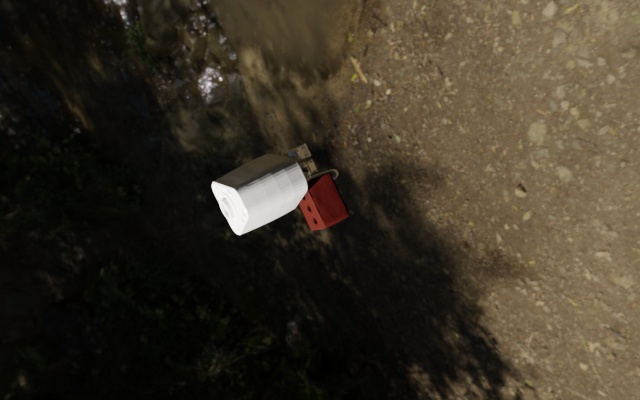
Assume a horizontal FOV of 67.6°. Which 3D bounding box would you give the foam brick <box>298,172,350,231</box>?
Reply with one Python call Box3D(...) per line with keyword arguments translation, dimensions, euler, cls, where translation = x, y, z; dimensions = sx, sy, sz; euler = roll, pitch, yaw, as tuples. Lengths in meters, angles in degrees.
Box3D(translation=(0.000, 0.003, 0.762), dimensions=(0.051, 0.078, 0.053), euler=(-29, 7, -28), cls="foam brick")
